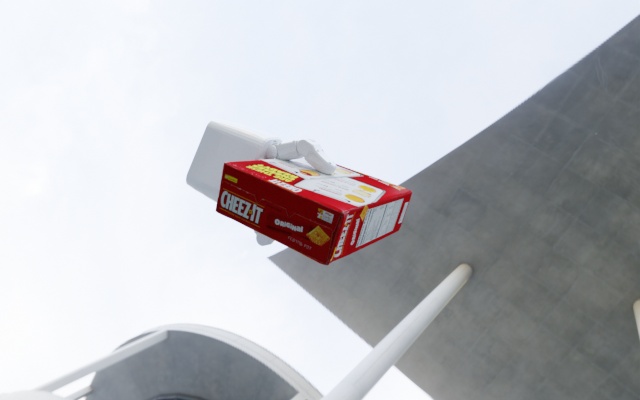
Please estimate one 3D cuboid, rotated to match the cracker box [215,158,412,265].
[{"bbox_3d":[0.000,0.002,0.611,0.164,0.072,0.213,22,17,26],"label":"cracker box"}]
